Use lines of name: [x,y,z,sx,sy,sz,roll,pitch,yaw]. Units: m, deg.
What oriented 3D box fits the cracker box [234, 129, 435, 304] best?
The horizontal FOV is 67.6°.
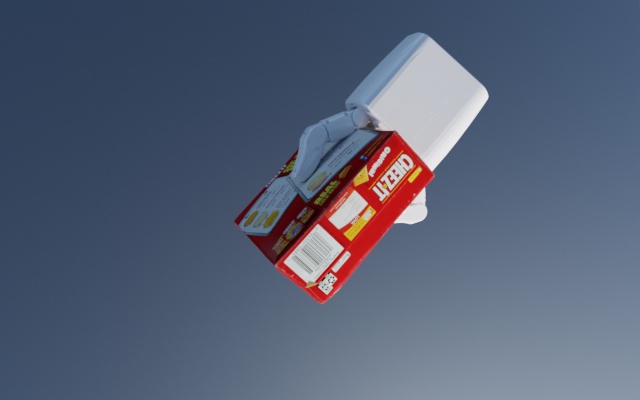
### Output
cracker box: [0.000,0.002,0.524,0.072,0.164,0.213,44,-8,-20]
